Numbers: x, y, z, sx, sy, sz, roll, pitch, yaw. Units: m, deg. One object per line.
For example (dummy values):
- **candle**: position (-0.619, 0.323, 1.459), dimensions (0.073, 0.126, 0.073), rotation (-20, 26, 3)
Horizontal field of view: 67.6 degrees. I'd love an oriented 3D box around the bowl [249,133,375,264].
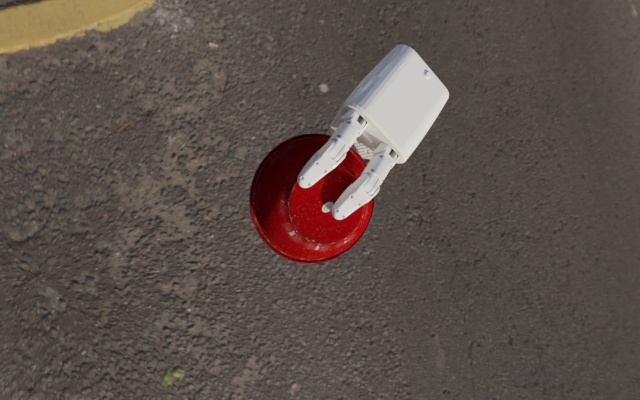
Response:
- **bowl**: position (0.000, 0.003, 0.564), dimensions (0.162, 0.162, 0.055), rotation (0, 7, -18)
